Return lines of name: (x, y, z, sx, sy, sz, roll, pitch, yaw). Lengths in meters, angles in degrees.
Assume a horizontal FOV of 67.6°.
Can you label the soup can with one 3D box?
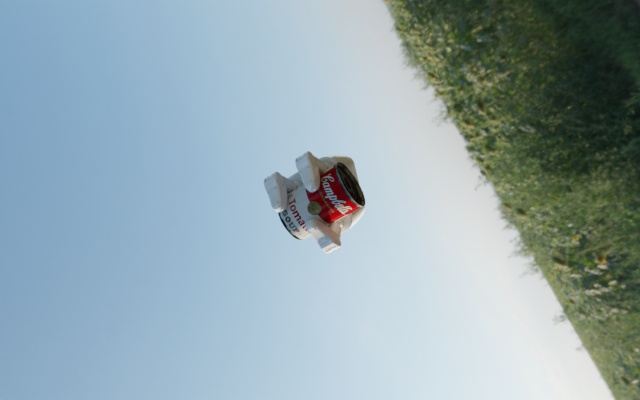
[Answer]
soup can: (0.000, 0.002, 0.649, 0.102, 0.068, 0.068, -30, -11, 20)
